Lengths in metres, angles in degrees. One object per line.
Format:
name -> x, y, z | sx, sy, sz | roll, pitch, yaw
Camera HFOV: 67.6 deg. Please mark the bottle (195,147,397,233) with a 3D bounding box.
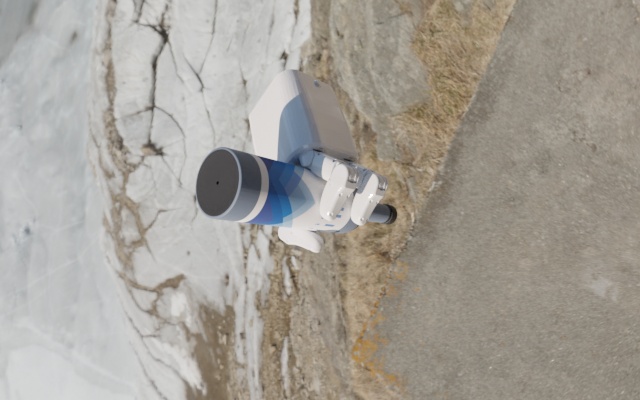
bottle -> 0.000, 0.002, 0.545 | 0.069, 0.069, 0.296 | 0, -7, 40
